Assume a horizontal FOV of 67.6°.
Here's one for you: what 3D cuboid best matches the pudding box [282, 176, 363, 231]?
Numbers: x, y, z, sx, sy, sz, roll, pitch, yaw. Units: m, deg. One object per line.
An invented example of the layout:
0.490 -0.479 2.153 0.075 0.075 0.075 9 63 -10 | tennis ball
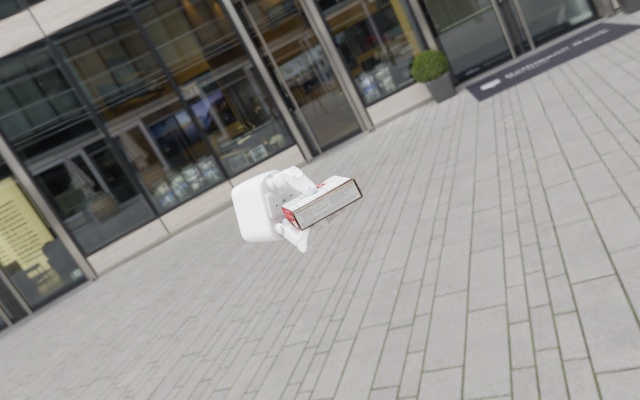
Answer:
0.000 0.002 0.756 0.113 0.039 0.090 -31 13 -10 | pudding box
